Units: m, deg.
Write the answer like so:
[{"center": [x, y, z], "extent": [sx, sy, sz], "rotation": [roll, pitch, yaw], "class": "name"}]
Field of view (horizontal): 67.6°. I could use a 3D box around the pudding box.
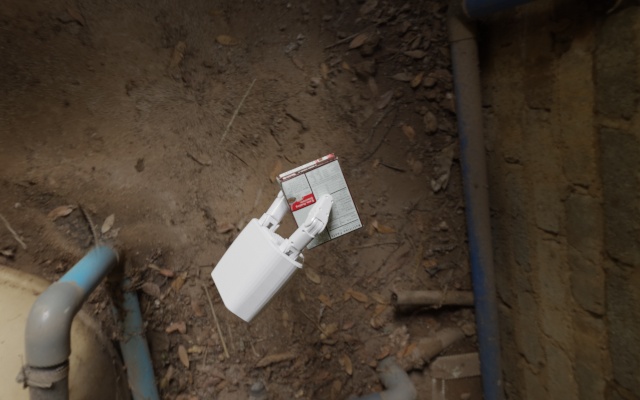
[{"center": [0.000, 0.002, 0.675], "extent": [0.090, 0.113, 0.039], "rotation": [-23, 19, -5], "class": "pudding box"}]
